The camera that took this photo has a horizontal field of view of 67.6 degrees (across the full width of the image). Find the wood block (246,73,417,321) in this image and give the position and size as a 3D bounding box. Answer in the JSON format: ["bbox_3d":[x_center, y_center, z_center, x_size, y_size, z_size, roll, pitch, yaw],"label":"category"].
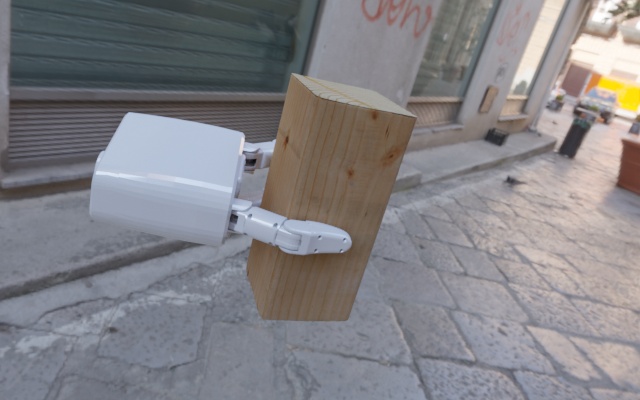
[{"bbox_3d":[0.000,0.001,0.444,0.090,0.206,0.090,7,23,-22],"label":"wood block"}]
